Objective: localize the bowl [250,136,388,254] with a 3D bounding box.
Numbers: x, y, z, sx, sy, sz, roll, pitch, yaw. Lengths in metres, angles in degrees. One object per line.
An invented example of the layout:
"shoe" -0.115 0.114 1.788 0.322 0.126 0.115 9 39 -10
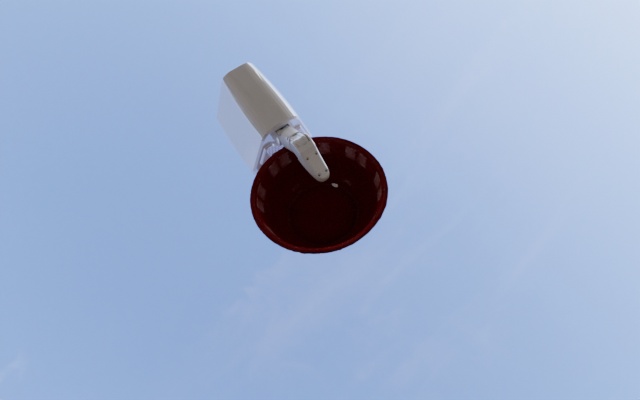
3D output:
"bowl" 0.001 0.003 0.574 0.162 0.162 0.055 0 -32 8
